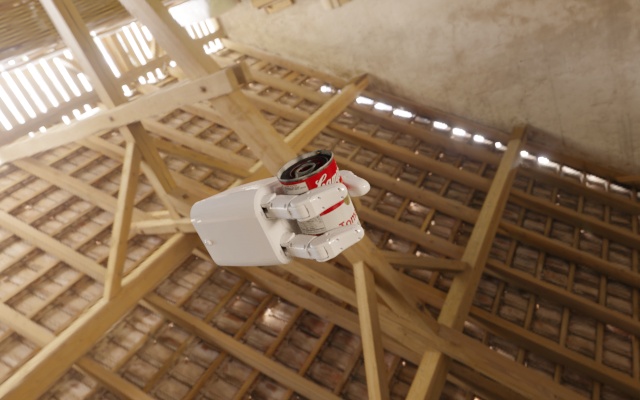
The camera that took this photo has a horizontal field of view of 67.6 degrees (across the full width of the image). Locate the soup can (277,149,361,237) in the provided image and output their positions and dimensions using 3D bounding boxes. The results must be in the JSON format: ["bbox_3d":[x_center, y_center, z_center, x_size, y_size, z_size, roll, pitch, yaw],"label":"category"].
[{"bbox_3d":[0.001,0.002,0.552,0.068,0.102,0.068,-19,25,9],"label":"soup can"}]
